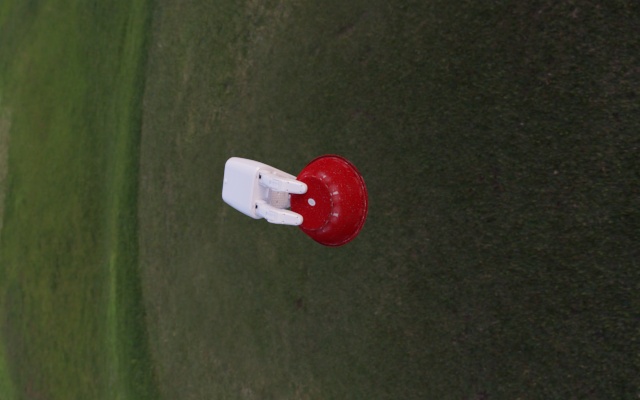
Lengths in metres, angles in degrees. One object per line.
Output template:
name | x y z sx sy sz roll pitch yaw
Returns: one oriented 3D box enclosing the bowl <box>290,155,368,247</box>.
bowl | 0.001 0.003 0.813 0.162 0.162 0.055 0 4 38
